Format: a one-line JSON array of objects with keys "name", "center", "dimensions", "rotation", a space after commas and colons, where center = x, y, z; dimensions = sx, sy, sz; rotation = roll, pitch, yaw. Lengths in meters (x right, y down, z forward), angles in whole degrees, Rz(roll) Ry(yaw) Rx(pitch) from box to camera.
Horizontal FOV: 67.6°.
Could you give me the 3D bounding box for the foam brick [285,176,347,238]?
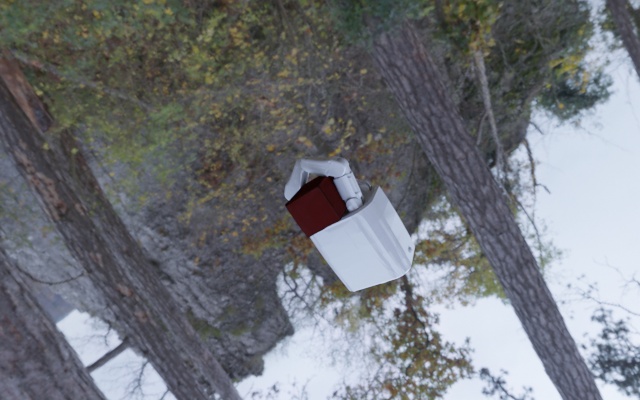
[{"name": "foam brick", "center": [0.000, 0.002, 0.605], "dimensions": [0.053, 0.051, 0.078], "rotation": [-29, 10, 23]}]
